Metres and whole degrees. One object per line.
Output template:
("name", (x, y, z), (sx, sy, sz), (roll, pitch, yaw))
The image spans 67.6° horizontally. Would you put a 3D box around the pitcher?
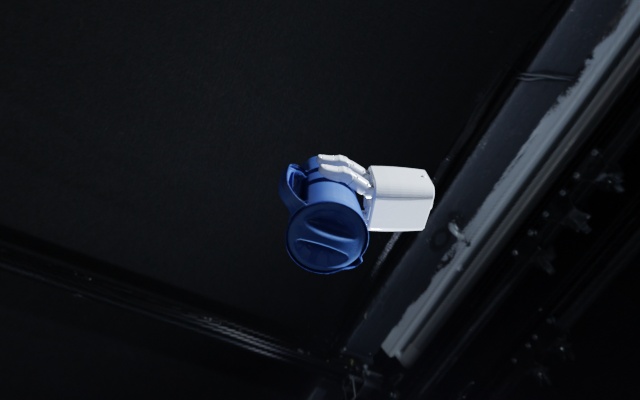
("pitcher", (0.000, 0.003, 0.852), (0.145, 0.149, 0.242), (1, 27, -3))
